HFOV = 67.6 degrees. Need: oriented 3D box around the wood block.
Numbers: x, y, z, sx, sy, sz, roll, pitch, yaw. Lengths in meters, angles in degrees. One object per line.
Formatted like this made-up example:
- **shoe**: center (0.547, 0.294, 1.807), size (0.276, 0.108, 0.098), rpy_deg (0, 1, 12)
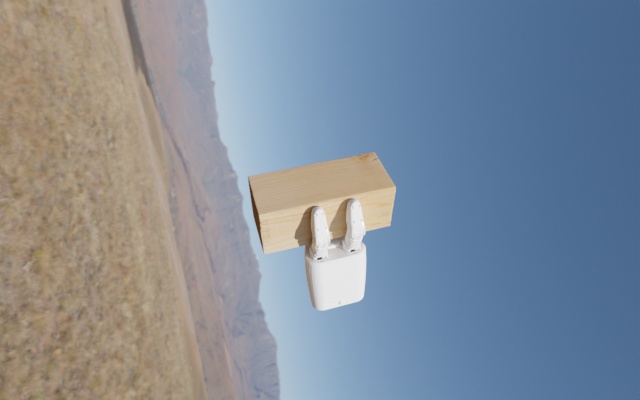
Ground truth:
- **wood block**: center (0.000, 0.002, 0.744), size (0.206, 0.090, 0.090), rpy_deg (-12, 45, -12)
